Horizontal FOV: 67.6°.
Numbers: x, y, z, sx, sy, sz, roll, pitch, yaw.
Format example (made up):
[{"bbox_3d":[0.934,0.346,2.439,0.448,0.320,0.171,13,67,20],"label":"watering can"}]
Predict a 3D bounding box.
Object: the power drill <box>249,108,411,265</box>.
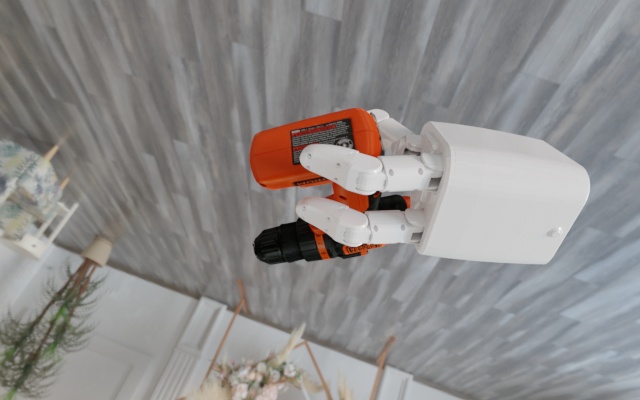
[{"bbox_3d":[0.000,0.001,0.453,0.184,0.057,0.188,-14,-30,8],"label":"power drill"}]
